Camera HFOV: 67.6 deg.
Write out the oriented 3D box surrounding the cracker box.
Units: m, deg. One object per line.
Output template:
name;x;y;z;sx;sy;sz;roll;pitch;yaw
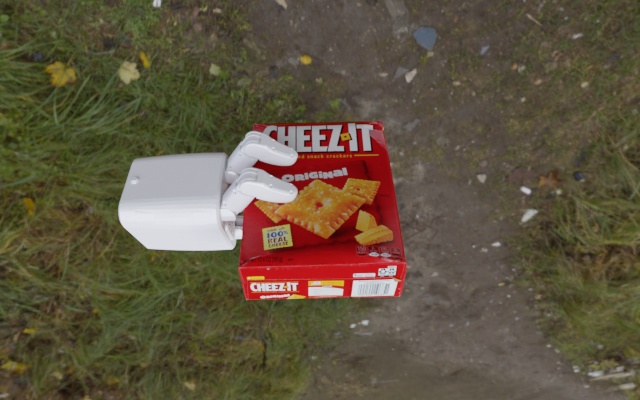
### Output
cracker box;0.000;0.002;0.539;0.164;0.213;0.072;-1;-40;-1
